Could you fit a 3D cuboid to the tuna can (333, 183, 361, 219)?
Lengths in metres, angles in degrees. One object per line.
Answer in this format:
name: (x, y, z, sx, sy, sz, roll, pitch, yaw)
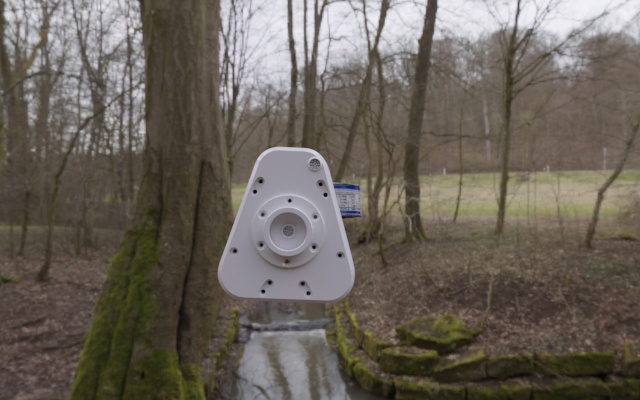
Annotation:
tuna can: (0.000, 0.001, 0.505, 0.086, 0.034, 0.086, 0, -4, 0)
